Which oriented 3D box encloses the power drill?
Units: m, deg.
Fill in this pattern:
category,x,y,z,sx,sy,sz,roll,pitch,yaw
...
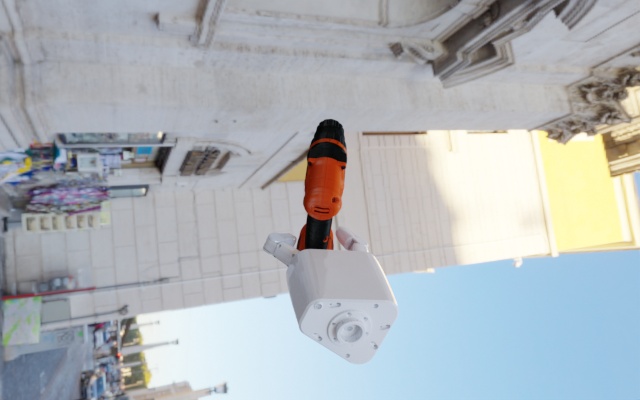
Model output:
category,x,y,z,sx,sy,sz,roll,pitch,yaw
power drill,0.000,0.003,0.658,0.057,0.188,0.184,7,41,2
